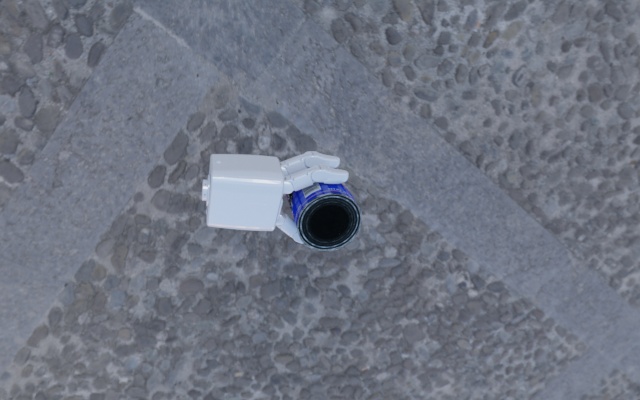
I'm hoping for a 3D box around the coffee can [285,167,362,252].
[{"bbox_3d":[0.000,0.003,0.781,0.103,0.103,0.140,0,28,-14],"label":"coffee can"}]
